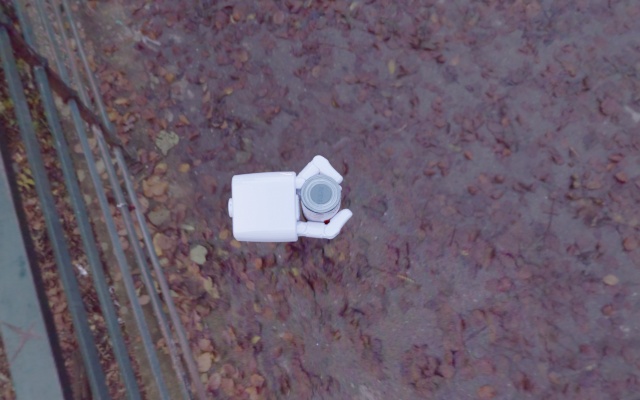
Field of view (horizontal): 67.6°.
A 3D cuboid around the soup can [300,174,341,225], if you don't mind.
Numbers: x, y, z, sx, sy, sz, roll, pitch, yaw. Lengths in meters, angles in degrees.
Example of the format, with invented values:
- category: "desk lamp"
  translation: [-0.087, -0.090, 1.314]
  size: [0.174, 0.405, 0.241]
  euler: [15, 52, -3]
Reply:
- category: "soup can"
  translation: [0.001, 0.003, 0.812]
  size: [0.068, 0.068, 0.102]
  euler: [0, -17, 0]
